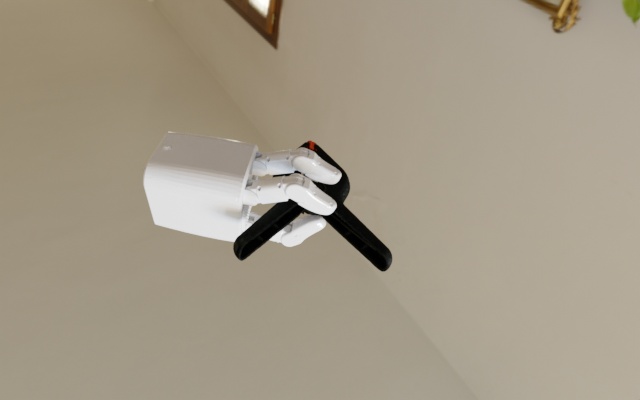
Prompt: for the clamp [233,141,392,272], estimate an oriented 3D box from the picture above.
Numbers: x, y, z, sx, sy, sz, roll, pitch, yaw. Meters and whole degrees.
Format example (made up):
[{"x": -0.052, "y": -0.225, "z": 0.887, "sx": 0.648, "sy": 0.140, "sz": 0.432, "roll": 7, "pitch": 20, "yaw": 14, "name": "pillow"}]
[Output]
[{"x": 0.000, "y": 0.002, "z": 0.558, "sx": 0.164, "sy": 0.036, "sz": 0.209, "roll": 11, "pitch": 40, "yaw": -3, "name": "clamp"}]
